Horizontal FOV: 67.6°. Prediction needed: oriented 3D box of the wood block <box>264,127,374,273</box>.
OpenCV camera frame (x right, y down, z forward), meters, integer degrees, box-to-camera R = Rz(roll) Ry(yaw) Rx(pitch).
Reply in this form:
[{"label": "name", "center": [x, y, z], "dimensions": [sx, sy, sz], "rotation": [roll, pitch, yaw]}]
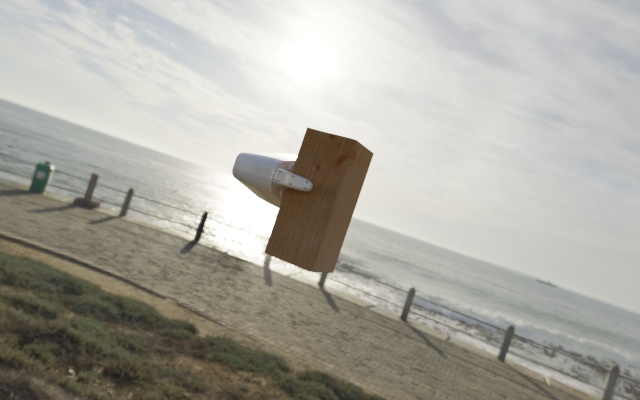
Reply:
[{"label": "wood block", "center": [0.000, 0.002, 0.756], "dimensions": [0.090, 0.206, 0.091], "rotation": [18, 0, 26]}]
